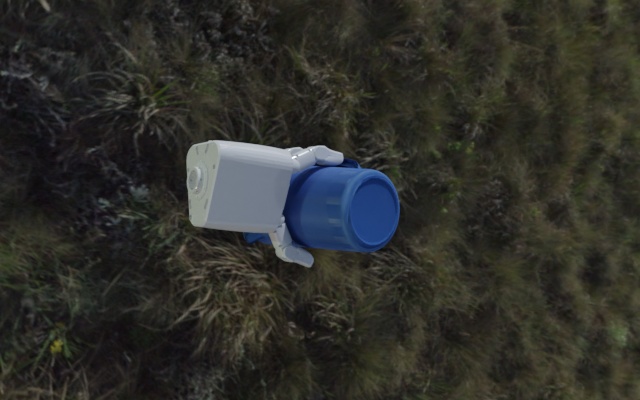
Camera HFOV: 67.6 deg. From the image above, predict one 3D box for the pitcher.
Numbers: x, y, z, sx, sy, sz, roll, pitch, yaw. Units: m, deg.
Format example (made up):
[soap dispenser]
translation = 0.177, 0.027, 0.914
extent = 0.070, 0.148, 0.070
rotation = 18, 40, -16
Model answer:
[pitcher]
translation = 0.000, 0.002, 0.705
extent = 0.145, 0.149, 0.243
rotation = 5, -1, -39
